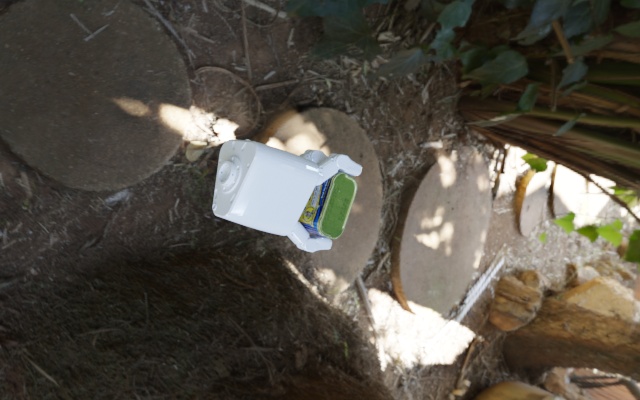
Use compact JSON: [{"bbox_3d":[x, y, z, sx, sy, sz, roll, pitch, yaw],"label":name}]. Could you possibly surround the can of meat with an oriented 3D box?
[{"bbox_3d":[0.000,0.003,0.719,0.057,0.102,0.084,22,-6,-41],"label":"can of meat"}]
